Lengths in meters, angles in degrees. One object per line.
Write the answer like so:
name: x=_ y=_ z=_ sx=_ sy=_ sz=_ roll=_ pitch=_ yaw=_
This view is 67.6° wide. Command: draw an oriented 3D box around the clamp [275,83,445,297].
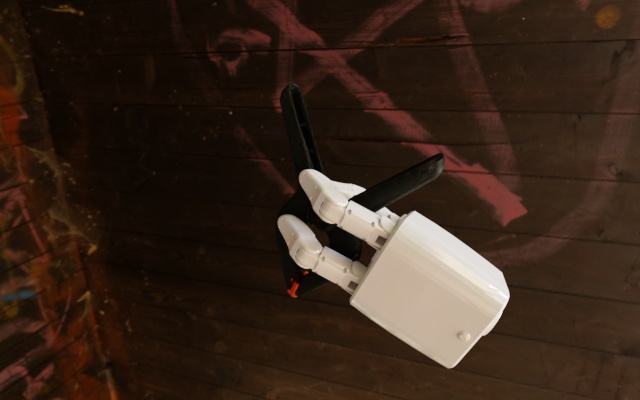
clamp: x=0.000 y=0.002 z=0.467 sx=0.164 sy=0.210 sz=0.036 roll=36 pitch=29 yaw=15
